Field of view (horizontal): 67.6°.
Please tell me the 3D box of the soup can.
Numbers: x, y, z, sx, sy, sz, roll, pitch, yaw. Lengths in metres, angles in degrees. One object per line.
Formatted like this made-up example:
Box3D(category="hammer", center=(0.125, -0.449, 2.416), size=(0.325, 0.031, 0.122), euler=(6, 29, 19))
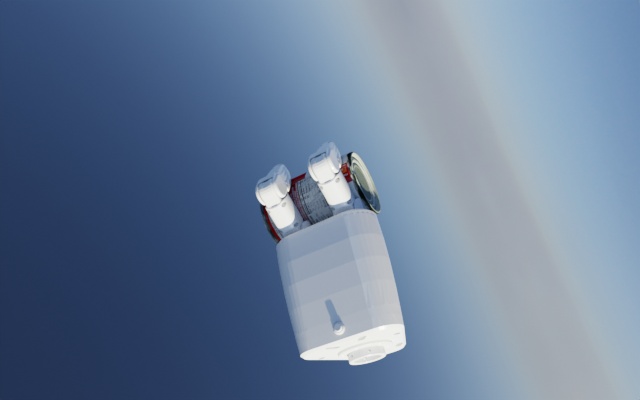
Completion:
Box3D(category="soup can", center=(0.000, 0.001, 0.477), size=(0.102, 0.068, 0.068), euler=(-24, -8, 18))
